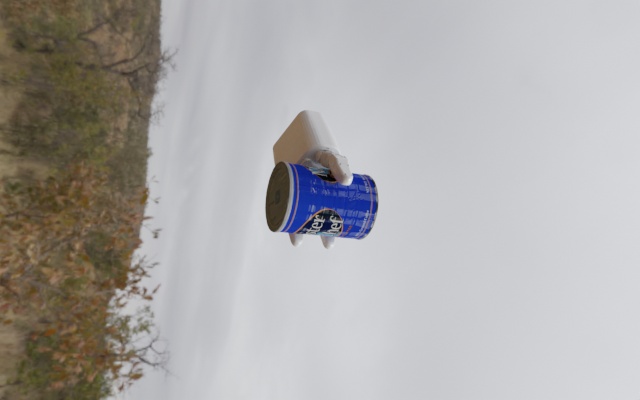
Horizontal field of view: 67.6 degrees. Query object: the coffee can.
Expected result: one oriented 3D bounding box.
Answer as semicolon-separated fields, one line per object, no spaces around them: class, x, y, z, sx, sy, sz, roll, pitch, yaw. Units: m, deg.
coffee can;0.000;0.002;0.710;0.140;0.103;0.103;7;-3;-24
